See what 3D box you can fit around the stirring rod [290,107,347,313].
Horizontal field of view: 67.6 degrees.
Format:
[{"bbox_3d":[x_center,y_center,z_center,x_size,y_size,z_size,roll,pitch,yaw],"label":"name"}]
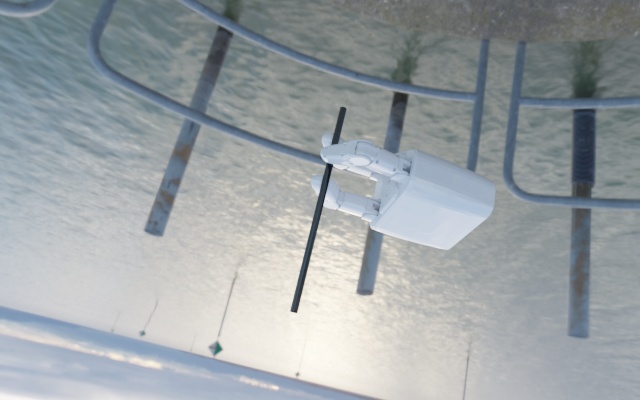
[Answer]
[{"bbox_3d":[0.000,0.002,0.516,0.011,0.239,0.011,12,-21,5],"label":"stirring rod"}]
